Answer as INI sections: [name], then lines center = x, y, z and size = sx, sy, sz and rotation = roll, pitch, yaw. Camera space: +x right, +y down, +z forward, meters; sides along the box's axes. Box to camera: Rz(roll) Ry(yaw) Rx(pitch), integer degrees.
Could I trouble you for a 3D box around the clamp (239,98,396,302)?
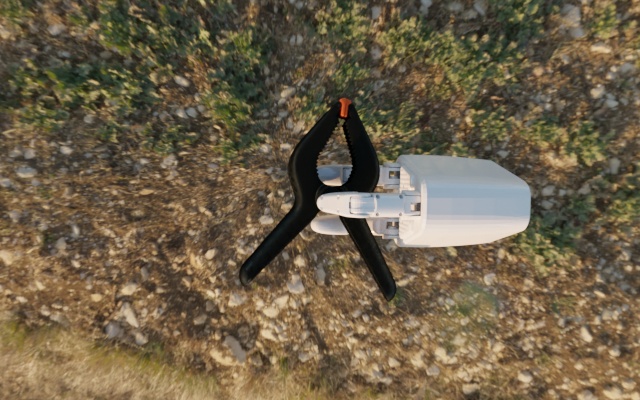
[clamp]
center = 0.000, 0.001, 0.490
size = 0.164, 0.210, 0.036
rotation = 1, 4, -8
